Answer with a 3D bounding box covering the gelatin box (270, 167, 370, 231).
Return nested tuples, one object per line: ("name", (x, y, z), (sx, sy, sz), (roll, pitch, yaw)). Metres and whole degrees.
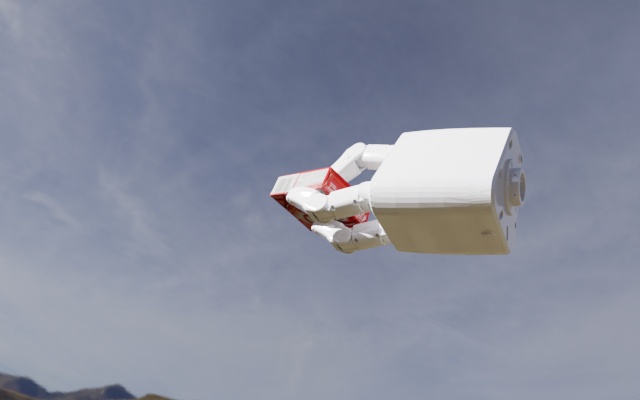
("gelatin box", (0.000, 0.001, 0.518), (0.089, 0.030, 0.073), (-7, -40, 46))
